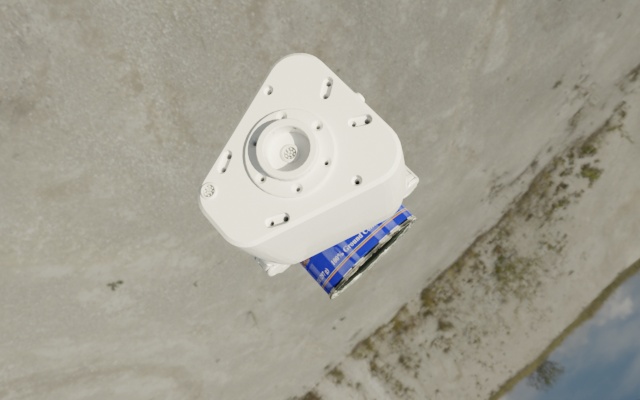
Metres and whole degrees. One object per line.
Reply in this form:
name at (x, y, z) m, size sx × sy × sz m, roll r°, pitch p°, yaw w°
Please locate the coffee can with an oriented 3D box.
coffee can at (0.000, 0.001, 0.429) m, size 0.103 × 0.140 × 0.103 m, roll -41°, pitch -14°, yaw -12°
